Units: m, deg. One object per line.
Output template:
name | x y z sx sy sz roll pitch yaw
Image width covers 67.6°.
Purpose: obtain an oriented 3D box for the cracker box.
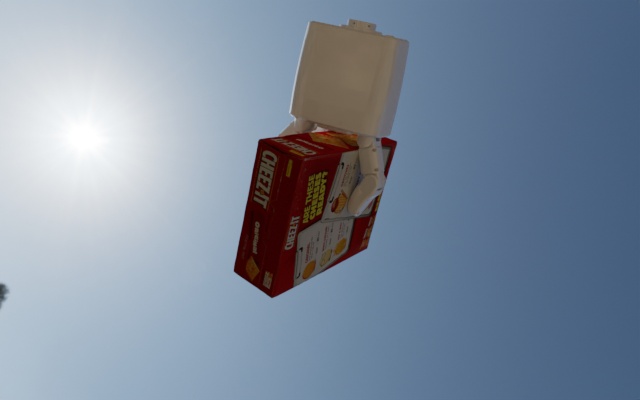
cracker box | 0.000 0.002 0.584 0.072 0.164 0.213 25 24 28
